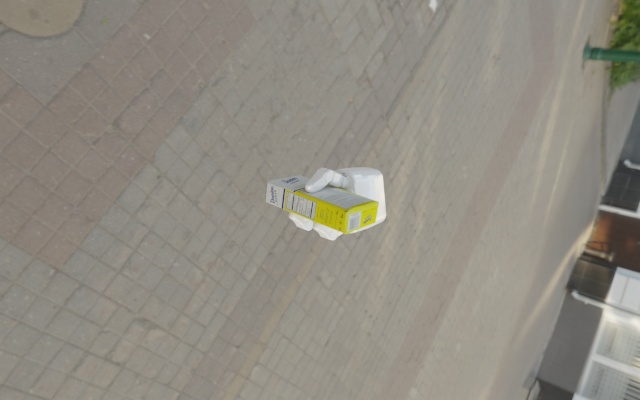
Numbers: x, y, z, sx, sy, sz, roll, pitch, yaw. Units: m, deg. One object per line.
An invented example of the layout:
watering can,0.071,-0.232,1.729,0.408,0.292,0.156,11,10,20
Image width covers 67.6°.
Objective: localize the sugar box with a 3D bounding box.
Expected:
sugar box,0.000,0.003,0.817,0.176,0.048,0.093,18,20,35
